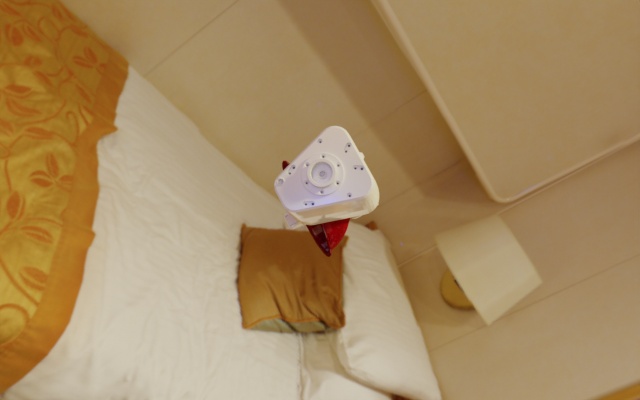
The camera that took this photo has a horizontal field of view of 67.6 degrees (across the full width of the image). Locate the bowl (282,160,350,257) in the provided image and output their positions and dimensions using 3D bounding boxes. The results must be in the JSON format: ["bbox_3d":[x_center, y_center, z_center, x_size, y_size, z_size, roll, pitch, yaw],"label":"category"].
[{"bbox_3d":[0.000,0.002,0.730,0.055,0.162,0.162,-26,5,-10],"label":"bowl"}]
